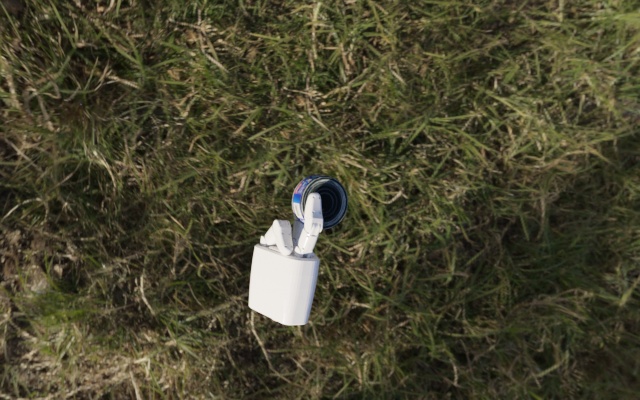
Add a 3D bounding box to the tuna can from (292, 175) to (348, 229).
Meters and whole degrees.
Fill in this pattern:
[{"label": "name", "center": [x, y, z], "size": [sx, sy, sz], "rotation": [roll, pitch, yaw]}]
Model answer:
[{"label": "tuna can", "center": [0.000, 0.002, 0.757], "size": [0.086, 0.086, 0.034], "rotation": [0, 5, -27]}]
